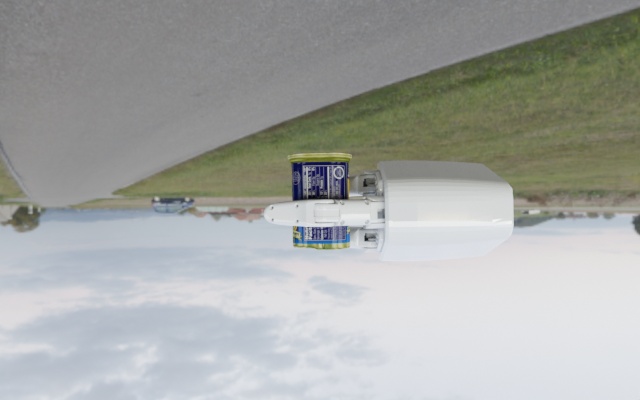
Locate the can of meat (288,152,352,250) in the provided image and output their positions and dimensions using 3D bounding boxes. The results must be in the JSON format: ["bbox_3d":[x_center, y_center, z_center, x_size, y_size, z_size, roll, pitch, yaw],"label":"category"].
[{"bbox_3d":[0.000,0.002,0.457,0.057,0.084,0.102,-1,-1,0],"label":"can of meat"}]
